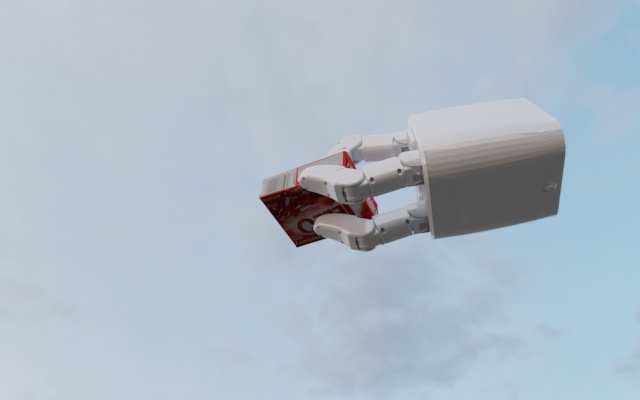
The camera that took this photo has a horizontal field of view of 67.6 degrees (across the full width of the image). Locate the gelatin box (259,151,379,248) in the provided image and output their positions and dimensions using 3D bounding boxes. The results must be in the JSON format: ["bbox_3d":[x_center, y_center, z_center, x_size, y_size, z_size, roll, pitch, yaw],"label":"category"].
[{"bbox_3d":[0.000,0.001,0.442,0.089,0.030,0.073,-18,-51,20],"label":"gelatin box"}]
